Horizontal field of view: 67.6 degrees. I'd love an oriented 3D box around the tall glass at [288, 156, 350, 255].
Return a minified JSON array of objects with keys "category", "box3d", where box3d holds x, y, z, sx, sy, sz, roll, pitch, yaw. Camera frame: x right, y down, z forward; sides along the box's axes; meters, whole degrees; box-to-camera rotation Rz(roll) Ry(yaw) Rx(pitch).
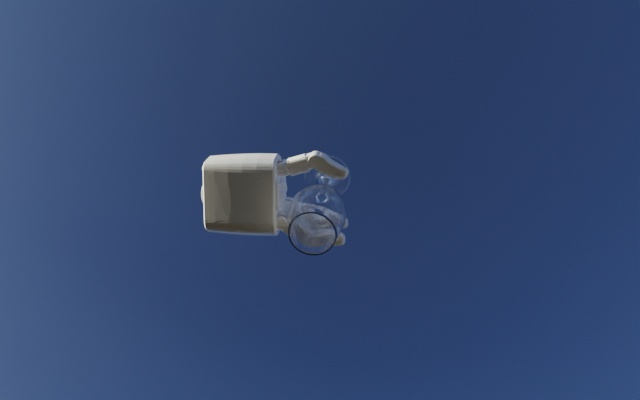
[{"category":"tall glass","box3d":[0.000,0.002,0.684,0.079,0.079,0.201,0,24,6]}]
